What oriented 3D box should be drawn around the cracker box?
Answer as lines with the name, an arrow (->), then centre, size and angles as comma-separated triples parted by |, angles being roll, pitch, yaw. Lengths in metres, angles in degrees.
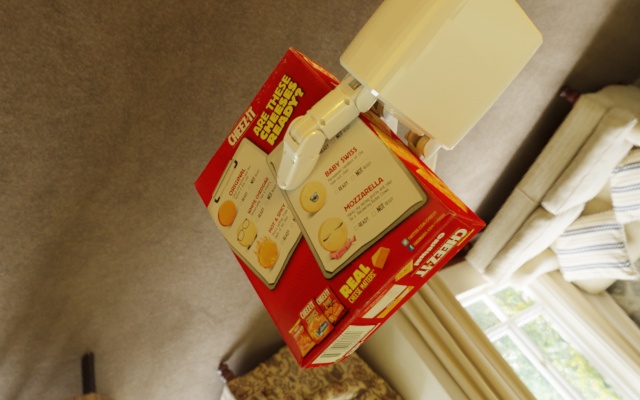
cracker box -> 0.000, 0.001, 0.404 | 0.072, 0.164, 0.213 | 16, 30, -52
